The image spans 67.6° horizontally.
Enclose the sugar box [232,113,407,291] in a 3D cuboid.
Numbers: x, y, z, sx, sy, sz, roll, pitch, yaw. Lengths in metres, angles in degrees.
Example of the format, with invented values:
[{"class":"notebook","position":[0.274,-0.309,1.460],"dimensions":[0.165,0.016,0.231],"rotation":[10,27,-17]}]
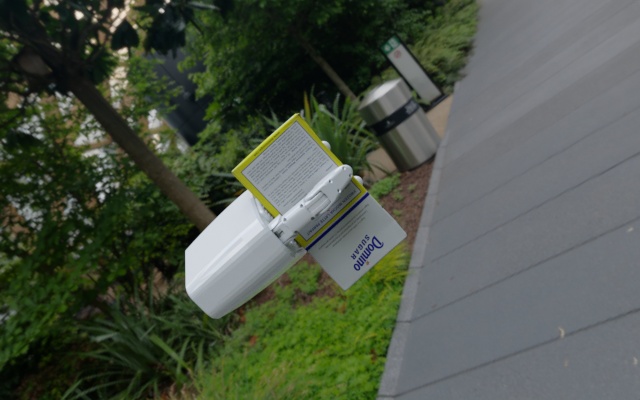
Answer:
[{"class":"sugar box","position":[0.000,0.002,0.515],"dimensions":[0.093,0.176,0.048],"rotation":[-42,10,3]}]
